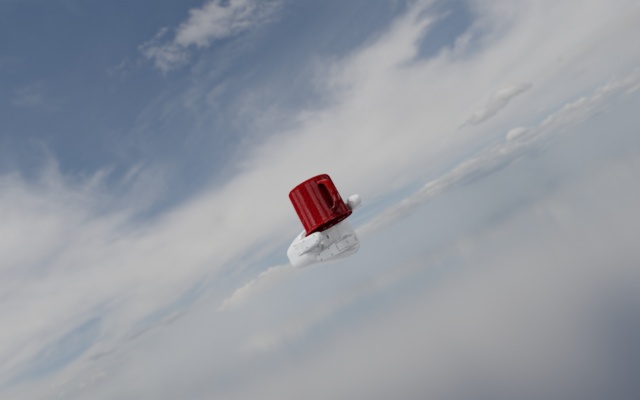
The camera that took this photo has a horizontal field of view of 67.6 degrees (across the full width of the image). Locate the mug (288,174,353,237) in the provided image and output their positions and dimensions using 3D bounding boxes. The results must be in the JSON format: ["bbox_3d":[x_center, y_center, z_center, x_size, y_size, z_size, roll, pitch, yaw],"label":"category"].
[{"bbox_3d":[0.000,0.002,0.817,0.093,0.081,0.117,-23,-11,-25],"label":"mug"}]
